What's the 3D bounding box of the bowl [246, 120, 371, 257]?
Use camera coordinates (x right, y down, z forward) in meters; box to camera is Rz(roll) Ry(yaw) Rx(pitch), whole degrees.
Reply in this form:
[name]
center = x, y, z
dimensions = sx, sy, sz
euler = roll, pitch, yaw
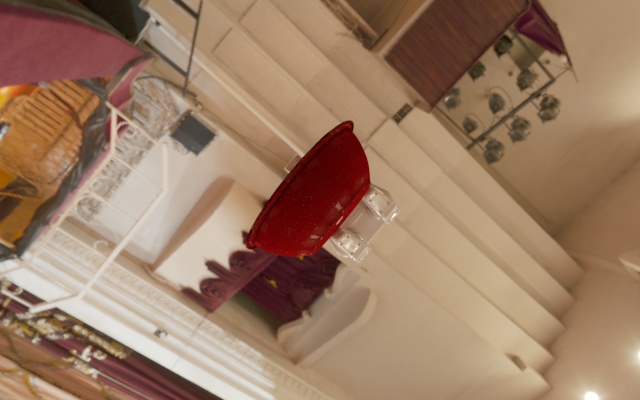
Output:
[bowl]
center = 0.000, 0.002, 0.469
dimensions = 0.055, 0.162, 0.162
euler = 40, 6, 7
